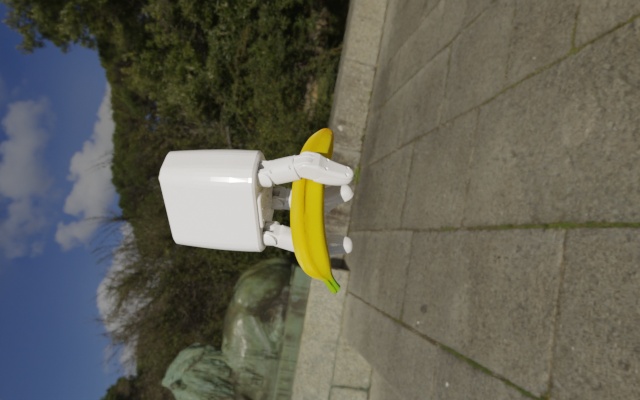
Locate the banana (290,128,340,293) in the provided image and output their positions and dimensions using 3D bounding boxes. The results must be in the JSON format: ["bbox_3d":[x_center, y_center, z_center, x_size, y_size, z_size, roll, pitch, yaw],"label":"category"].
[{"bbox_3d":[-0.007,-0.001,0.528,0.037,0.197,0.070,-7,-20,21],"label":"banana"}]
